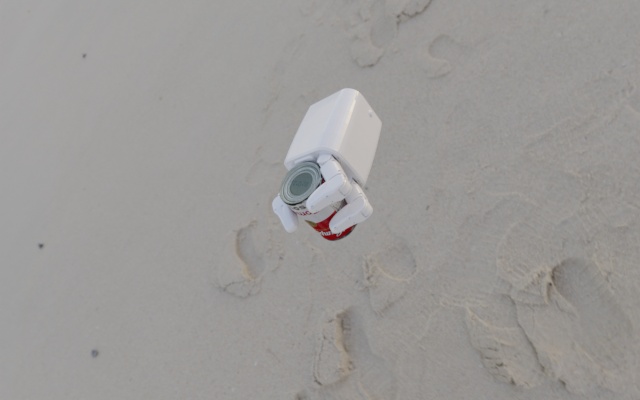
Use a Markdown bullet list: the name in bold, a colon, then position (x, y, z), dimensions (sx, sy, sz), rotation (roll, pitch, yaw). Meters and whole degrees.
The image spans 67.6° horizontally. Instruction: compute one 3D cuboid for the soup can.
- **soup can**: position (0.000, 0.002, 0.648), dimensions (0.068, 0.068, 0.102), rotation (0, -31, 38)
